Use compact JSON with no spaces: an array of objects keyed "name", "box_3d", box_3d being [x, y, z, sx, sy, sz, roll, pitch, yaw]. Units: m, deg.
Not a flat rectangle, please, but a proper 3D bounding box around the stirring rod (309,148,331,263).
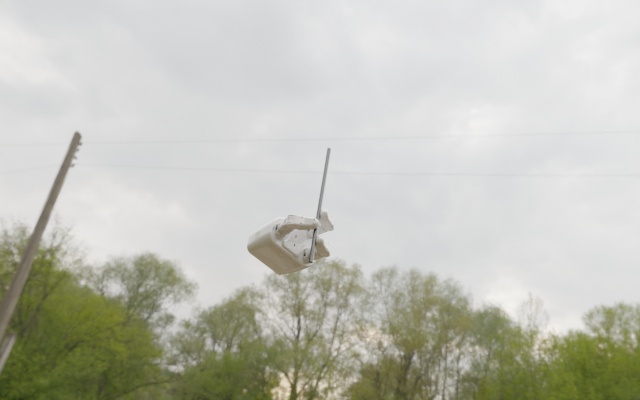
[{"name":"stirring rod","box_3d":[0.000,0.003,0.891,0.011,0.239,0.011,7,-28,4]}]
